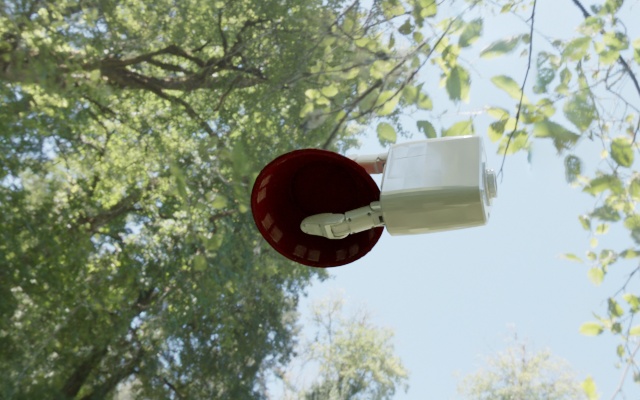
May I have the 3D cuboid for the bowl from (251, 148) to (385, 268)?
[{"bbox_3d":[-0.001,0.002,0.582,0.162,0.162,0.055,0,29,11],"label":"bowl"}]
